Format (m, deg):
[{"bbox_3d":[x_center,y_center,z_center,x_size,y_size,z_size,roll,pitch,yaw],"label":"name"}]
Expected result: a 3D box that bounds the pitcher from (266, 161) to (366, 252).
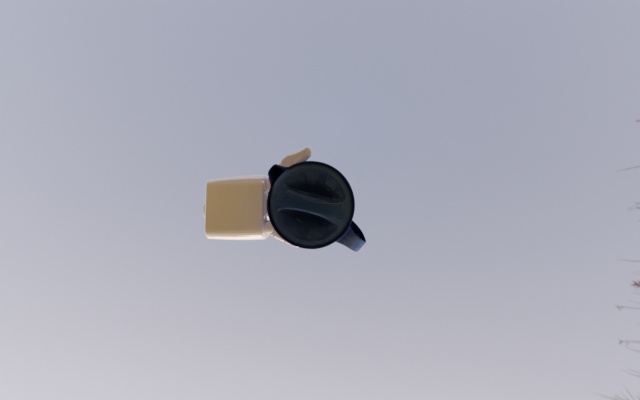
[{"bbox_3d":[0.000,0.003,0.825,0.145,0.149,0.243,-4,6,5],"label":"pitcher"}]
